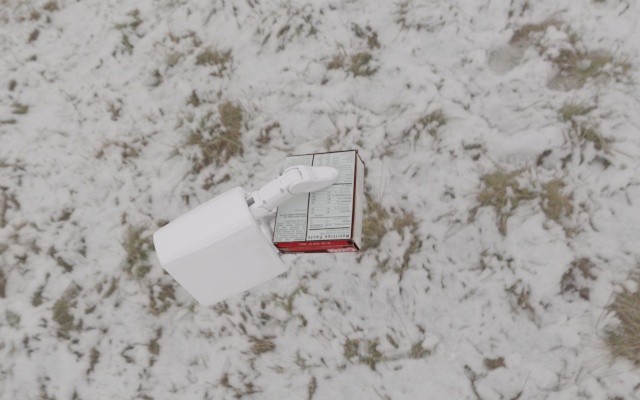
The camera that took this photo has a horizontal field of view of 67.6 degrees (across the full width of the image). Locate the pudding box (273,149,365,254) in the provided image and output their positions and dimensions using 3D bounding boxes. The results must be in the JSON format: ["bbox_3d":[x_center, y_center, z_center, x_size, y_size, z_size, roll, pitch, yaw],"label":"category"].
[{"bbox_3d":[0.000,0.002,0.526,0.090,0.113,0.039,-3,-25,17],"label":"pudding box"}]
